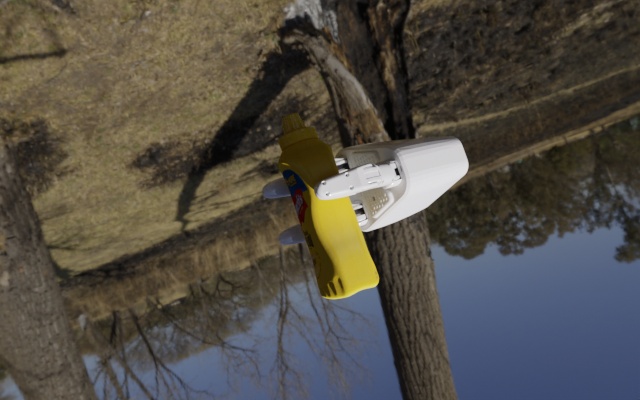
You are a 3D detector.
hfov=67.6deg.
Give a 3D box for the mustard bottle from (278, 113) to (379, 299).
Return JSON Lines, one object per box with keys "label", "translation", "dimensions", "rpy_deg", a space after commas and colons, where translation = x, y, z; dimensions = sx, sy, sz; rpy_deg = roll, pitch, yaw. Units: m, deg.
{"label": "mustard bottle", "translation": [0.000, 0.002, 0.491], "dimensions": [0.058, 0.191, 0.096], "rpy_deg": [-18, -4, -12]}
